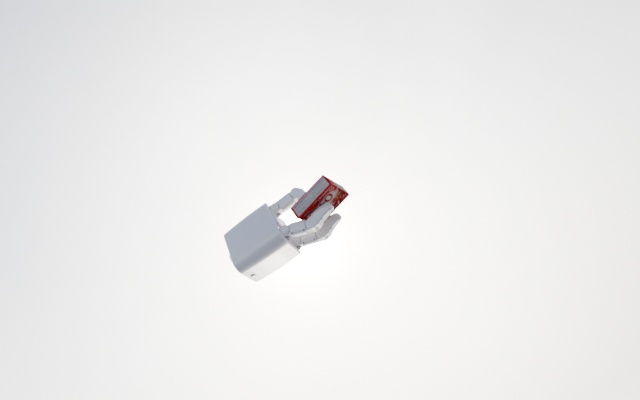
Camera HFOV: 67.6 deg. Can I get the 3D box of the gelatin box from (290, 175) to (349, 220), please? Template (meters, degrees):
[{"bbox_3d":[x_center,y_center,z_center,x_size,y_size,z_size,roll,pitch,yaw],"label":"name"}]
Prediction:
[{"bbox_3d":[0.000,0.002,0.870,0.030,0.089,0.073,50,13,32],"label":"gelatin box"}]
